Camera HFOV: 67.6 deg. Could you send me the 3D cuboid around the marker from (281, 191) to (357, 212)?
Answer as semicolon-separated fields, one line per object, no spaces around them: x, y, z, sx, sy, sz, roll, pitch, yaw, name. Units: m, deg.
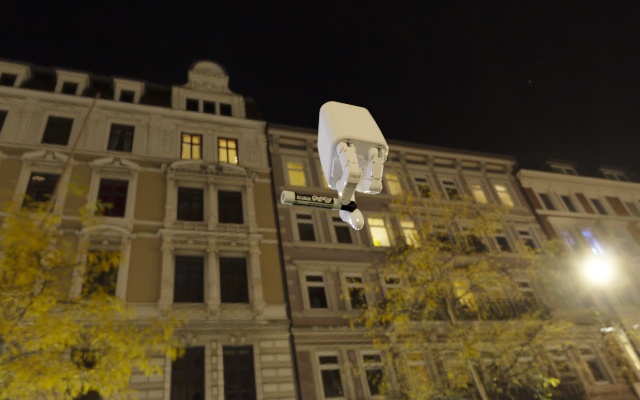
0.000;0.002;0.718;0.121;0.020;0.020;8;-3;-23;marker
